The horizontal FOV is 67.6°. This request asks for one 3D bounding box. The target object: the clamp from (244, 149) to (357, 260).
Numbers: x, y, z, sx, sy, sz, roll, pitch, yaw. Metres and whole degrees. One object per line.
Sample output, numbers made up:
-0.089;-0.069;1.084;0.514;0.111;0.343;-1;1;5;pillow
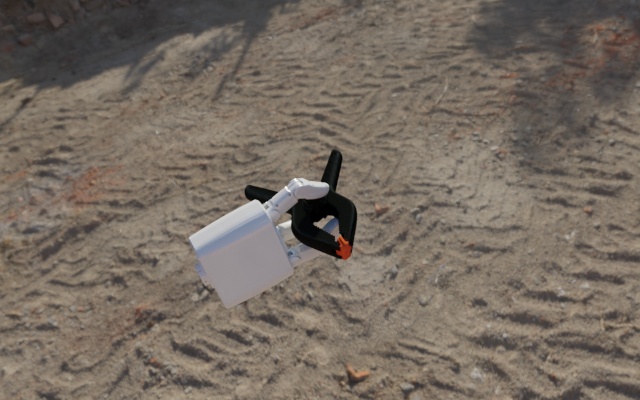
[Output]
0.000;0.002;0.689;0.164;0.036;0.210;-29;44;-15;clamp
